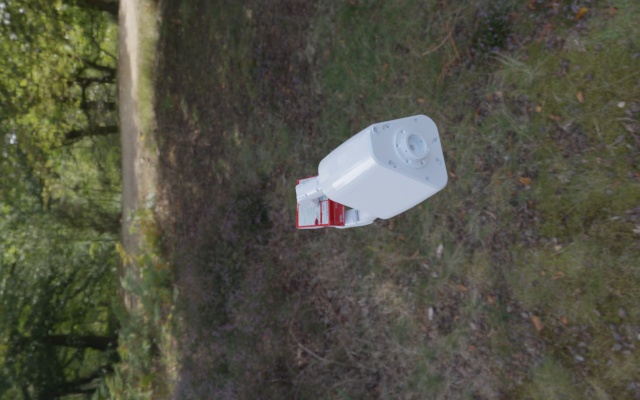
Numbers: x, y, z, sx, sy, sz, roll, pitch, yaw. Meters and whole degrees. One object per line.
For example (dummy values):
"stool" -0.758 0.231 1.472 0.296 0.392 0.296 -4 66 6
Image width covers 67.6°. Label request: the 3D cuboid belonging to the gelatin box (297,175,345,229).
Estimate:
"gelatin box" 0.000 0.002 0.683 0.030 0.073 0.089 4 -7 -34
